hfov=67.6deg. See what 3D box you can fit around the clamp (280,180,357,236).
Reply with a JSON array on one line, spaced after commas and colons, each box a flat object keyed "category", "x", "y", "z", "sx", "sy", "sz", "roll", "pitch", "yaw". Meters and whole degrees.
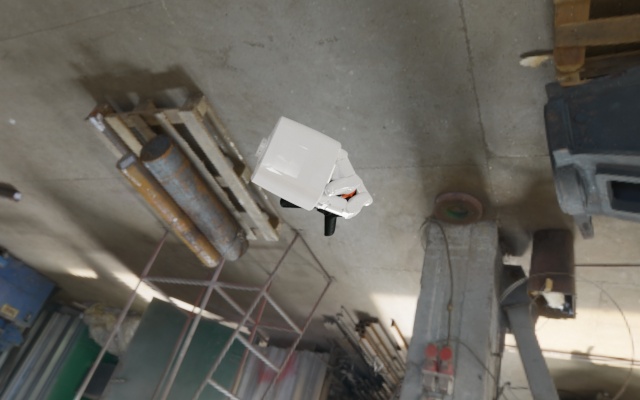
[{"category": "clamp", "x": 0.000, "y": 0.003, "z": 0.838, "sx": 0.120, "sy": 0.039, "sz": 0.171, "roll": 25, "pitch": -34, "yaw": -11}]
